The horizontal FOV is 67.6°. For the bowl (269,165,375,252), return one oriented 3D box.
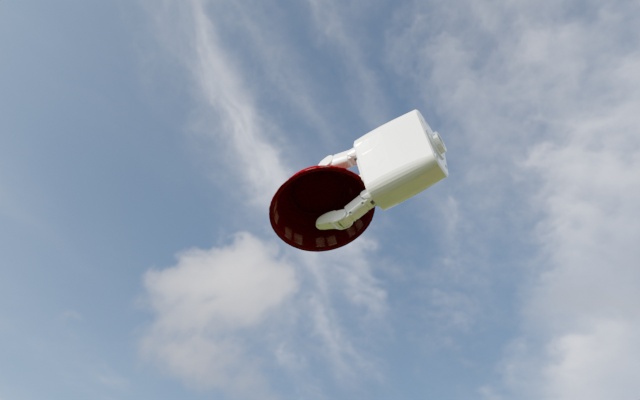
[{"bbox_3d":[-0.001,0.003,0.737,0.162,0.162,0.055,0,36,-10],"label":"bowl"}]
